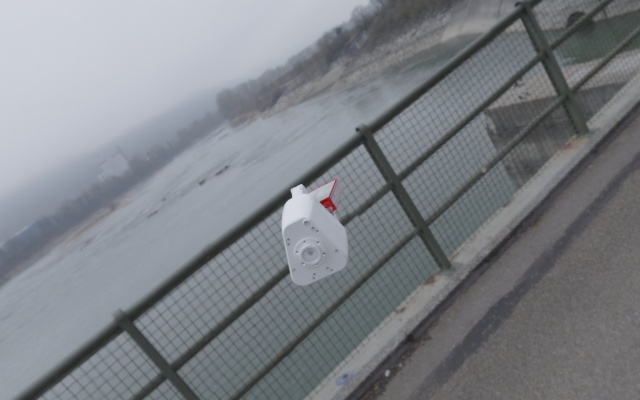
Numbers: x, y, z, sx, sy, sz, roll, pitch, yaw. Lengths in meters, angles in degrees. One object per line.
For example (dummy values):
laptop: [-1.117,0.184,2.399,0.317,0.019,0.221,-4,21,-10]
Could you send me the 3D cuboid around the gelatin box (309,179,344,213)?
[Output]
gelatin box: [0.000,0.002,0.880,0.073,0.030,0.089,-27,18,22]
